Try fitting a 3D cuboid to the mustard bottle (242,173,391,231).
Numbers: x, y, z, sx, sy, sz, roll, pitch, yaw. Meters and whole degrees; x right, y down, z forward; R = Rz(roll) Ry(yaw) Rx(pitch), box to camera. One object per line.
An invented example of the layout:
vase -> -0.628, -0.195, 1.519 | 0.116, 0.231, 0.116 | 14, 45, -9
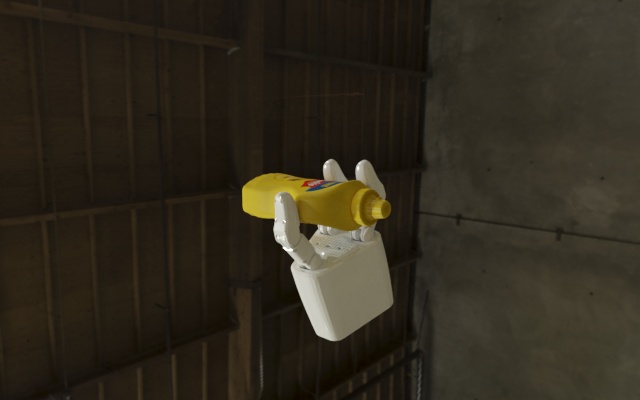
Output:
mustard bottle -> 0.000, 0.002, 0.570 | 0.191, 0.058, 0.096 | 8, 10, 42
